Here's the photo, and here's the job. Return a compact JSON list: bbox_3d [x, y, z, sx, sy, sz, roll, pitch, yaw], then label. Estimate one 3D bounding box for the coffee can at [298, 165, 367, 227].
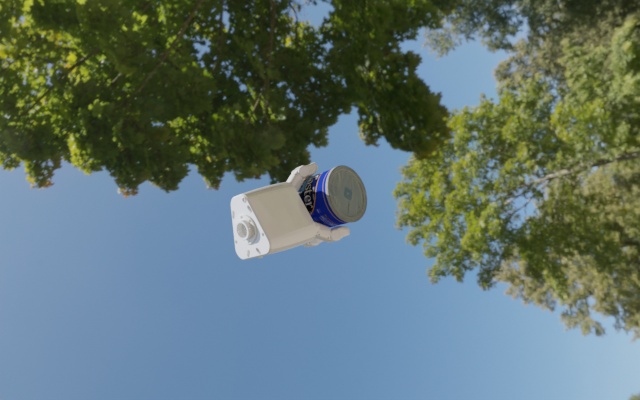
[{"bbox_3d":[0.000,0.003,0.881,0.140,0.103,0.103,-17,-12,43],"label":"coffee can"}]
